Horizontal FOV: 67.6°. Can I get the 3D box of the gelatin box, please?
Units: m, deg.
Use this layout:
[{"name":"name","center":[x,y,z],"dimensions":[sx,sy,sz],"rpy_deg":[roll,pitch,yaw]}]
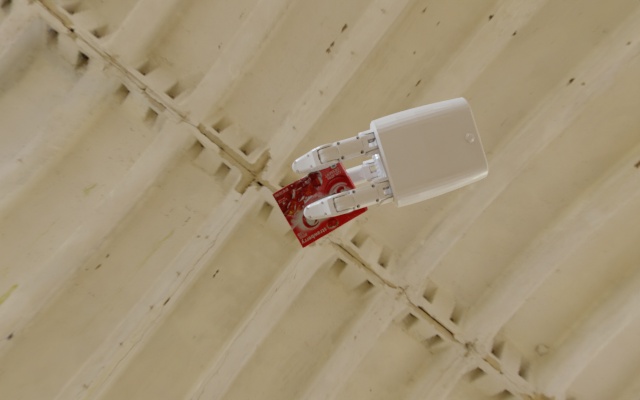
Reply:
[{"name":"gelatin box","center":[0.000,0.002,0.559],"dimensions":[0.089,0.073,0.030],"rpy_deg":[-30,0,7]}]
